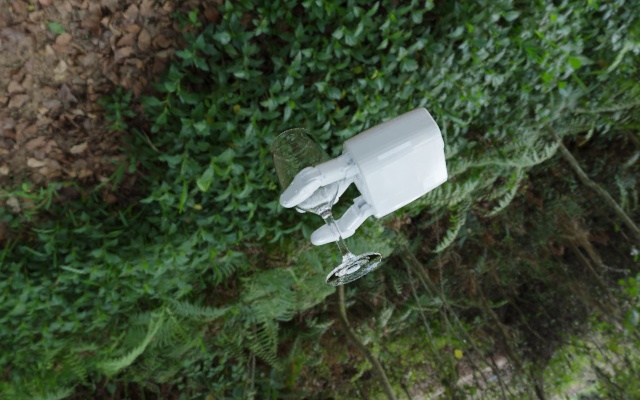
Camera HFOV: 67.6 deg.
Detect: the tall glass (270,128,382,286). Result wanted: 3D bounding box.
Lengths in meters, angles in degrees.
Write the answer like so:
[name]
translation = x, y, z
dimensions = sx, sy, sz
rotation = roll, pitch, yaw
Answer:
[tall glass]
translation = 0.000, 0.003, 0.606
dimensions = 0.079, 0.201, 0.079
rotation = -22, -26, -11
